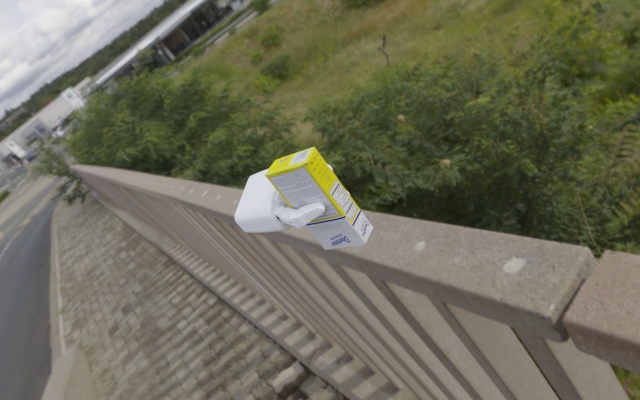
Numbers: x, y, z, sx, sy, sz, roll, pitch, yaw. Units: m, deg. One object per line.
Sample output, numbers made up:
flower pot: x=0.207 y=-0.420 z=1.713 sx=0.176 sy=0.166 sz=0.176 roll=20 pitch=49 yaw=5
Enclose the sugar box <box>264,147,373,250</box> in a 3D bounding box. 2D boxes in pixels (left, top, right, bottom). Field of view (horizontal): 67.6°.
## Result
sugar box: x=0.000 y=0.002 z=0.769 sx=0.093 sy=0.048 sz=0.176 roll=-12 pitch=-53 yaw=42
